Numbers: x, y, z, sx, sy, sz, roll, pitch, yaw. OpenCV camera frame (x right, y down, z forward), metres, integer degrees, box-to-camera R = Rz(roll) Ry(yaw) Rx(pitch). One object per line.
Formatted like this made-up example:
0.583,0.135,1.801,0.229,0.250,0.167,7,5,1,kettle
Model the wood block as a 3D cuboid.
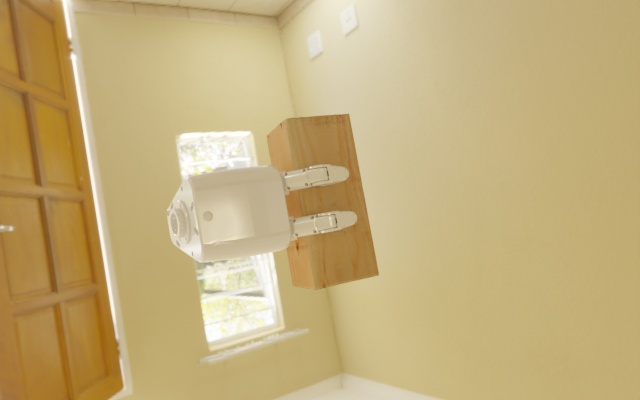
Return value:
0.000,0.002,0.619,0.090,0.206,0.091,-9,-3,-23,wood block
